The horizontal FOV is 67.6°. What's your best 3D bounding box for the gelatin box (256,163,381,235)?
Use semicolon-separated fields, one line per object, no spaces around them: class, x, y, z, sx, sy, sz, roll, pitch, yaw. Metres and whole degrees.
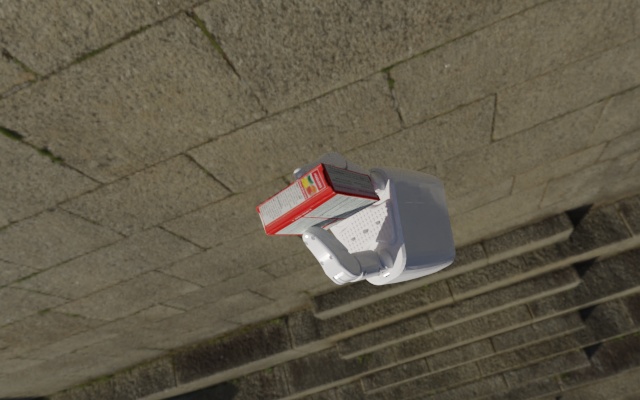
gelatin box;0.000;0.002;0.416;0.073;0.030;0.089;-32;-18;26
